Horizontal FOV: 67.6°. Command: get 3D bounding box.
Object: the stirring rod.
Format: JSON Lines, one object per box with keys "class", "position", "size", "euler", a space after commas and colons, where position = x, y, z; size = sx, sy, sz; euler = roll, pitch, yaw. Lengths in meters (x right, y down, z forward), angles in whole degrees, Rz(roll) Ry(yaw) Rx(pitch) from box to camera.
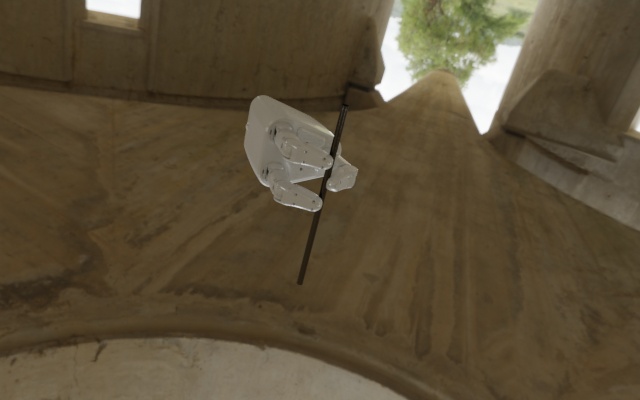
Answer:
{"class": "stirring rod", "position": [0.000, 0.002, 0.571], "size": [0.011, 0.240, 0.011], "euler": [12, 25, -6]}
